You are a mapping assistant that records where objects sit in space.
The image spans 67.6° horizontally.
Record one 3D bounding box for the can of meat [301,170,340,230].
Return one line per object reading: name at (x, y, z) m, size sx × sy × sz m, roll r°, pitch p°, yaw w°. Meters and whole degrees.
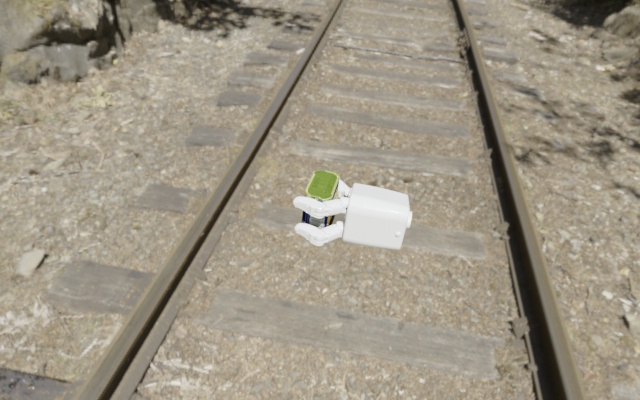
can of meat at (0.000, 0.003, 0.886) m, size 0.057 × 0.084 × 0.102 m, roll 12°, pitch 35°, yaw 7°
